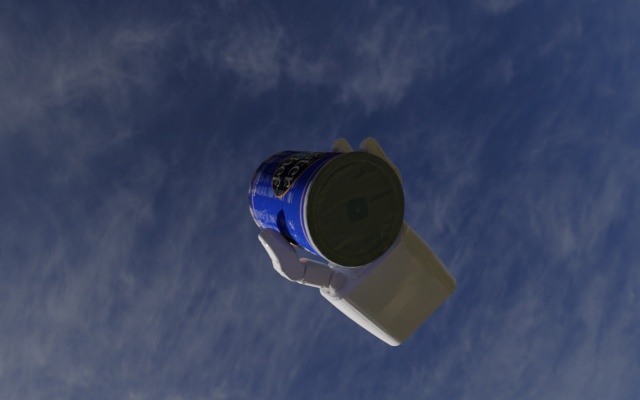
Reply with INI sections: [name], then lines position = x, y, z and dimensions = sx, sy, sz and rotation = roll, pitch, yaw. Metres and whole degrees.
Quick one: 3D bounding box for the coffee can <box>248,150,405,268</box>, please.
[coffee can]
position = 0.000, 0.002, 0.478
dimensions = 0.103, 0.103, 0.140
rotation = 0, 6, -29
